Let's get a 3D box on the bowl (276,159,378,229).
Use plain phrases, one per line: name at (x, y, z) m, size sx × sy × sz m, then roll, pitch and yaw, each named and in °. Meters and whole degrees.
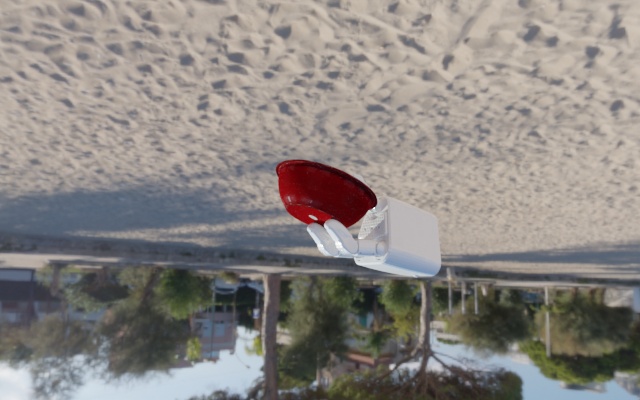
bowl at (-0.001, 0.002, 0.710) m, size 0.162 × 0.055 × 0.162 m, roll 18°, pitch -19°, yaw 7°
